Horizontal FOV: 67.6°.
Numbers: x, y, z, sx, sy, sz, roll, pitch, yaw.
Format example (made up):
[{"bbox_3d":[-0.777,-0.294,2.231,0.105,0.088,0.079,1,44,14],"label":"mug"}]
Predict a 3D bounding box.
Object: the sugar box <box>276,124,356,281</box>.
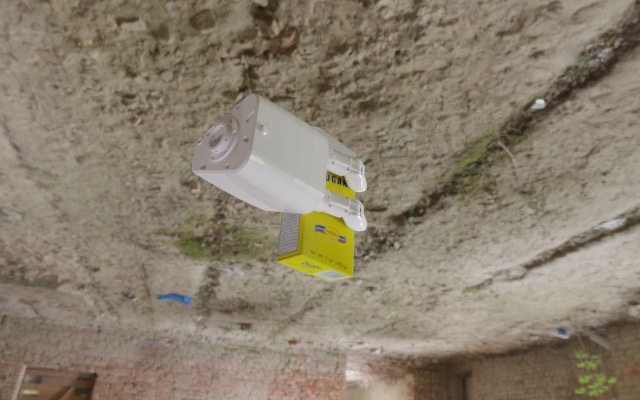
[{"bbox_3d":[0.000,0.002,0.586,0.048,0.176,0.093,-17,-33,39],"label":"sugar box"}]
